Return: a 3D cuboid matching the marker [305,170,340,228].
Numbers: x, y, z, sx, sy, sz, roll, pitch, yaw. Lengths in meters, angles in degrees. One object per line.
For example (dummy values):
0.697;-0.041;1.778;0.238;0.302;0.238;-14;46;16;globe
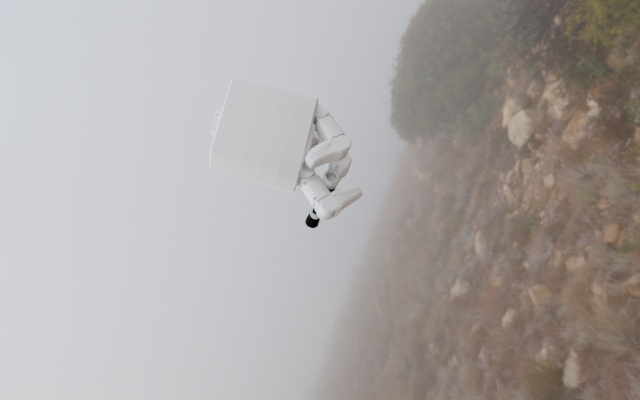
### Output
0.000;0.002;0.601;0.020;0.020;0.121;0;-30;-14;marker
